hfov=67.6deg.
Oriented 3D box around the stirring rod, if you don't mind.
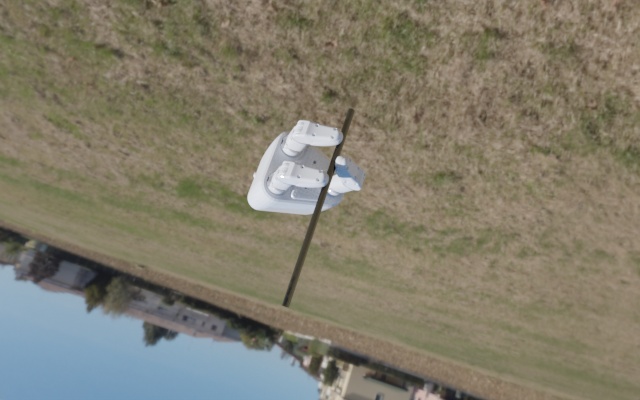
[{"bbox_3d":[0.000,0.002,0.534,0.011,0.239,0.011,17,-17,5],"label":"stirring rod"}]
